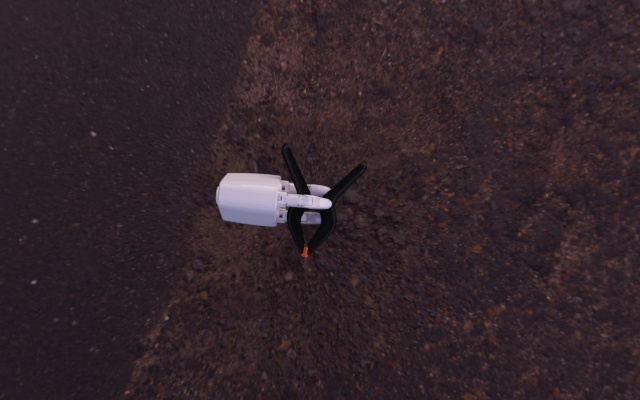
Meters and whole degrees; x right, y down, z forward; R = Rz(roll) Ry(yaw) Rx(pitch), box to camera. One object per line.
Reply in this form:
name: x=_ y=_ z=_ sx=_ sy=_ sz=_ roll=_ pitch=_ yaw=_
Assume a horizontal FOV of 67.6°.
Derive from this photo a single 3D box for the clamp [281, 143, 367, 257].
clamp: x=0.000 y=0.003 z=0.898 sx=0.164 sy=0.210 sz=0.036 roll=5 pitch=-3 yaw=-4
